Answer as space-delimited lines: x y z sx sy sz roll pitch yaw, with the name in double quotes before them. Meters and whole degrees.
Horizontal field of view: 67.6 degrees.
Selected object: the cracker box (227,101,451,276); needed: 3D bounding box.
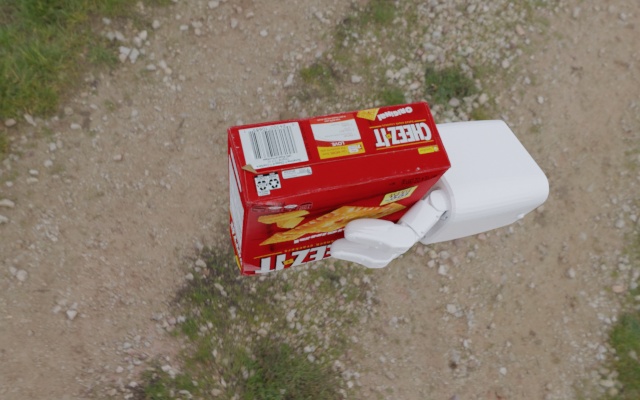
"cracker box" 0.000 0.001 0.450 0.164 0.072 0.214 -10 -21 -14
